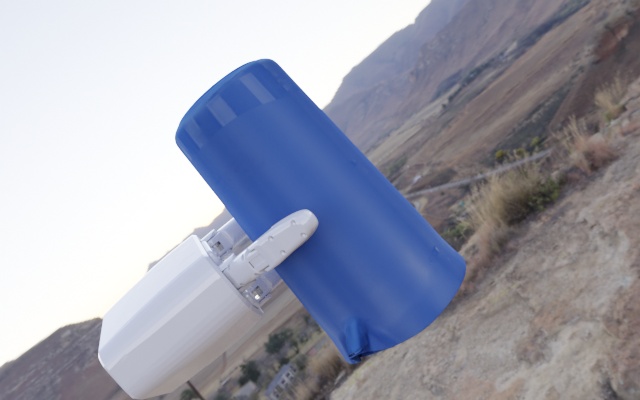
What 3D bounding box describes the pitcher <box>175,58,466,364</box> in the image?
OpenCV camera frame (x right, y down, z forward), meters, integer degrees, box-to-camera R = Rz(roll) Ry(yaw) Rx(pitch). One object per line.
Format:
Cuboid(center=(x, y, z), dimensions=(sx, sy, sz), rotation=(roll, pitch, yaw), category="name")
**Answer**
Cuboid(center=(0.000, 0.001, 0.412), dimensions=(0.145, 0.243, 0.149), rotation=(-41, 4, -9), category="pitcher")
